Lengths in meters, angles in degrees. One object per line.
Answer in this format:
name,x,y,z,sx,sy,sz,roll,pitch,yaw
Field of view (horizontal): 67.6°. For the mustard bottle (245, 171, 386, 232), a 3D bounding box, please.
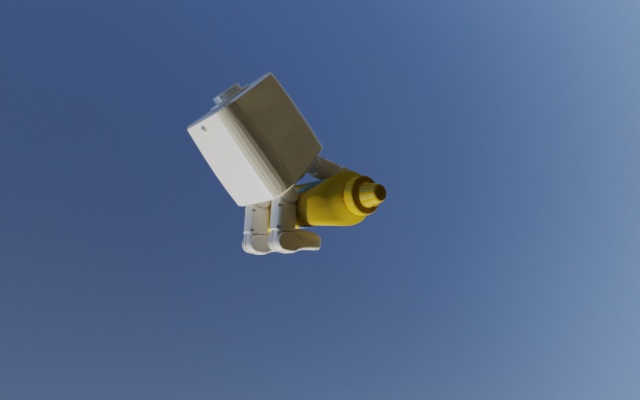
mustard bottle,0.000,0.002,0.546,0.096,0.058,0.191,-16,4,-39
